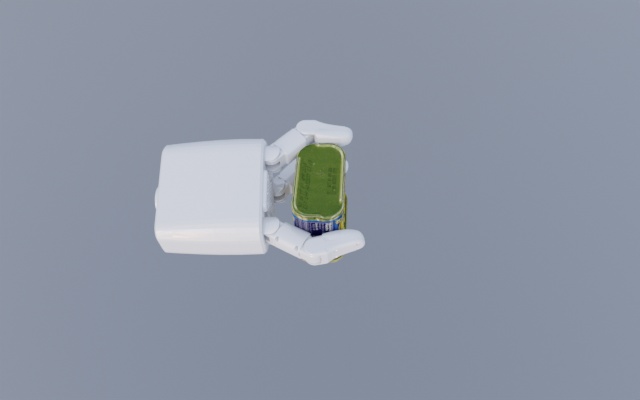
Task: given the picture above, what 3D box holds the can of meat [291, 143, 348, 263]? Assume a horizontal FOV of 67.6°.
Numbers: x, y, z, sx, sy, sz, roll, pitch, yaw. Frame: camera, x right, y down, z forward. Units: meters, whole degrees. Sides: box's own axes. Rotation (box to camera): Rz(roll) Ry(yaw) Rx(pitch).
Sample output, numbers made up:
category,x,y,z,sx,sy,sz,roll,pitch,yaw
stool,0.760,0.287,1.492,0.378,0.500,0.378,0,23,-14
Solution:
category,x,y,z,sx,sy,sz,roll,pitch,yaw
can of meat,0.000,0.002,0.509,0.057,0.102,0.084,1,-36,3
